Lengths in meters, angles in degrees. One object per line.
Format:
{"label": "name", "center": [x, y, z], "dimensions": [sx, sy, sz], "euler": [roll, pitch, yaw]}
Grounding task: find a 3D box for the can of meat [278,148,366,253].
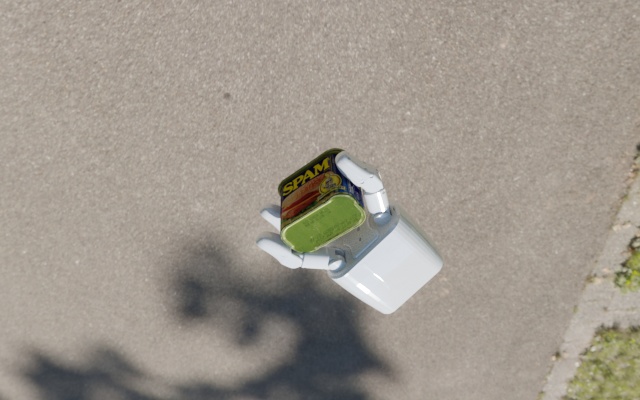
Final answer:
{"label": "can of meat", "center": [0.000, 0.002, 0.546], "dimensions": [0.102, 0.083, 0.057], "euler": [-32, -55, 21]}
